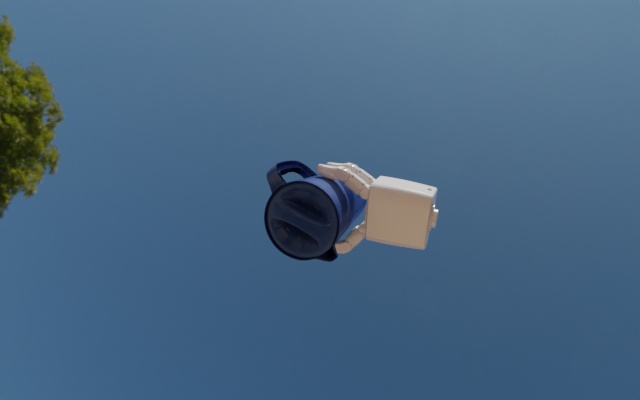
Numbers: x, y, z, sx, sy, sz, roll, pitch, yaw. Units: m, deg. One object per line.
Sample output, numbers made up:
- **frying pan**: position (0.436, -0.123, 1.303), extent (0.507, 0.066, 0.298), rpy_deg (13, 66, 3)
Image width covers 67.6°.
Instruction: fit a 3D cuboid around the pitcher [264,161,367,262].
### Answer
- **pitcher**: position (0.000, 0.003, 0.878), extent (0.145, 0.149, 0.243), rpy_deg (9, 14, 17)
